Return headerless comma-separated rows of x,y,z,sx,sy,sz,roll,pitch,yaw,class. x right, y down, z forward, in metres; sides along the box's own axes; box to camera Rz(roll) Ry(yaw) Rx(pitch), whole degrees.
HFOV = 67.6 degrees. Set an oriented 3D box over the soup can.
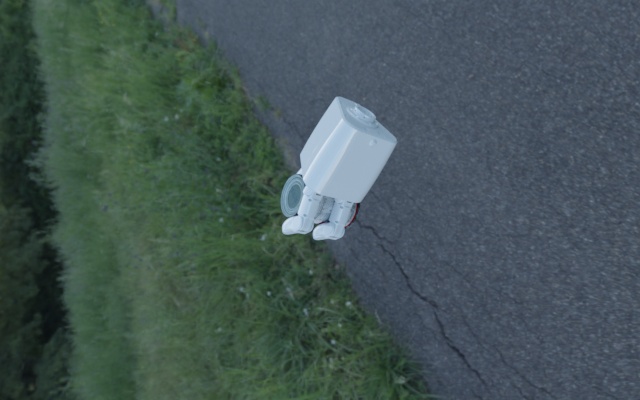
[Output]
0.000,0.003,0.721,0.102,0.068,0.068,13,-7,-34,soup can
